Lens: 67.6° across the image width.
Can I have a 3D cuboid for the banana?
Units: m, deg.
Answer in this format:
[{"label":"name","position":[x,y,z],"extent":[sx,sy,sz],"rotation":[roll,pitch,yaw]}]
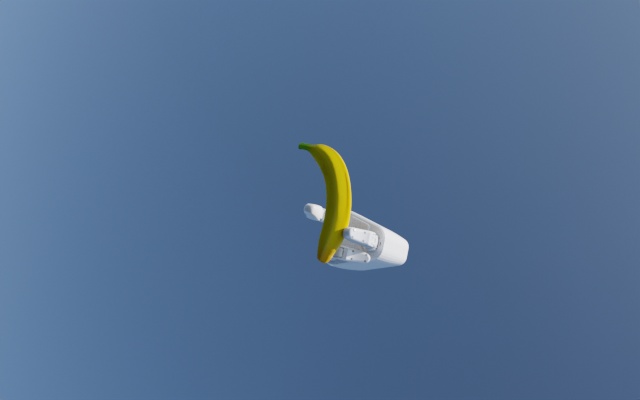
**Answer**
[{"label":"banana","position":[0.015,-0.007,0.719],"extent":[0.069,0.197,0.037],"rotation":[-21,-24,28]}]
